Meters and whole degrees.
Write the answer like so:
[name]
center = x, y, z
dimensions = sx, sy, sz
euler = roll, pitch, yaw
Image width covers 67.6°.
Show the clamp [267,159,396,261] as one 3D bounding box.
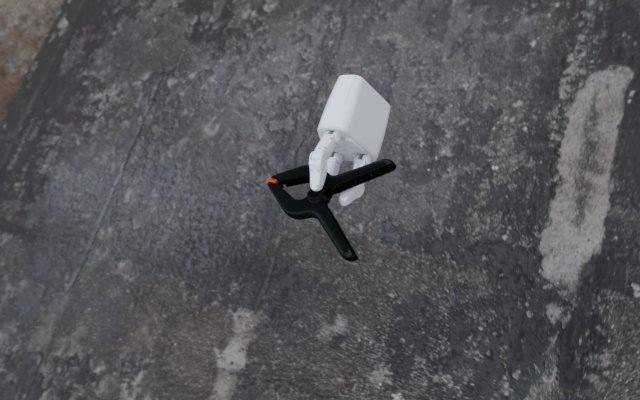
[clamp]
center = -0.001, 0.002, 0.743
dimensions = 0.210, 0.164, 0.036
euler = 8, -21, 30
